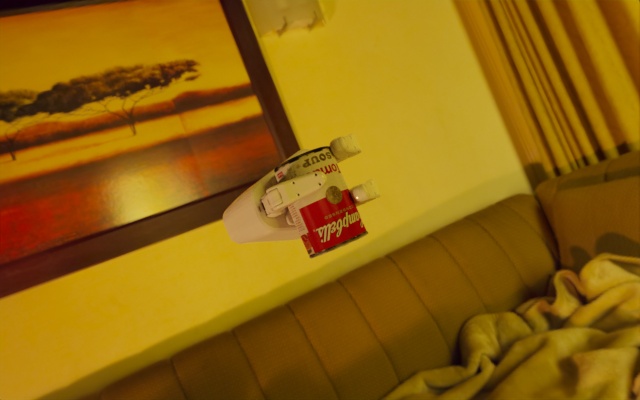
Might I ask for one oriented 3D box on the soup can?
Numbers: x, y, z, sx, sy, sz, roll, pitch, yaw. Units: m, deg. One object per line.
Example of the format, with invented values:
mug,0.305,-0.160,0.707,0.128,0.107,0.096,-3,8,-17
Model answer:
soup can,0.000,0.001,0.508,0.068,0.102,0.068,-23,-3,-1
